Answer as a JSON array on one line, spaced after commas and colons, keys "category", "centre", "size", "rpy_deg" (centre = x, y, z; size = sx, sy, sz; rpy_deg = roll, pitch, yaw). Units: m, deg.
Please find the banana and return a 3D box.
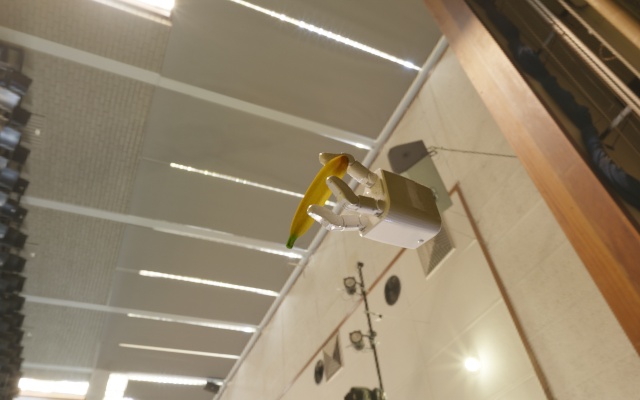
[{"category": "banana", "centre": [-0.003, -0.005, 0.799], "size": [0.037, 0.198, 0.069], "rpy_deg": [21, 30, -17]}]
